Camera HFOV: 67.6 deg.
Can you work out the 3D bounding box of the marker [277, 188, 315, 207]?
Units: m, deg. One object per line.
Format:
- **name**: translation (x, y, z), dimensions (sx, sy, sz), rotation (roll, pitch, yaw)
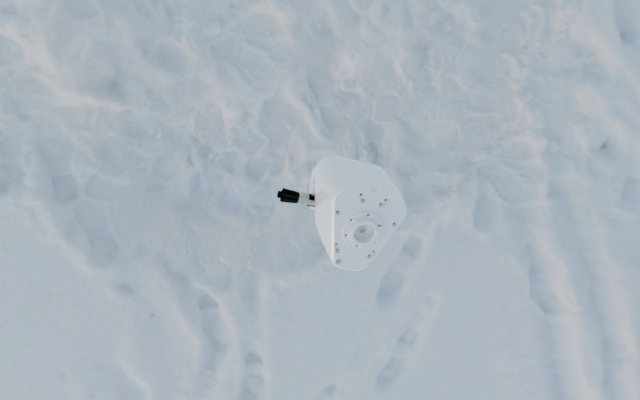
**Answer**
- **marker**: translation (0.000, 0.002, 0.656), dimensions (0.121, 0.020, 0.020), rotation (11, -3, -15)
